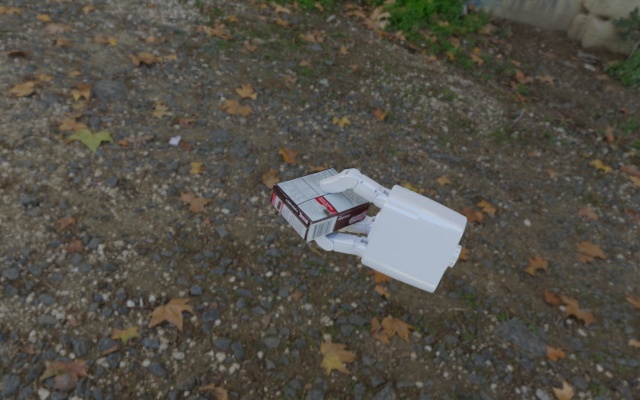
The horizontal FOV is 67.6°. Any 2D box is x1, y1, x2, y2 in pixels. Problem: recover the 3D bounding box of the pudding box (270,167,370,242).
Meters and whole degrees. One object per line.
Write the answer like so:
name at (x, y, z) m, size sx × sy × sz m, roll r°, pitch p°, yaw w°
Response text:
pudding box at (0.000, 0.002, 0.675) m, size 0.113 × 0.039 × 0.090 m, roll -17°, pitch 48°, yaw -38°
